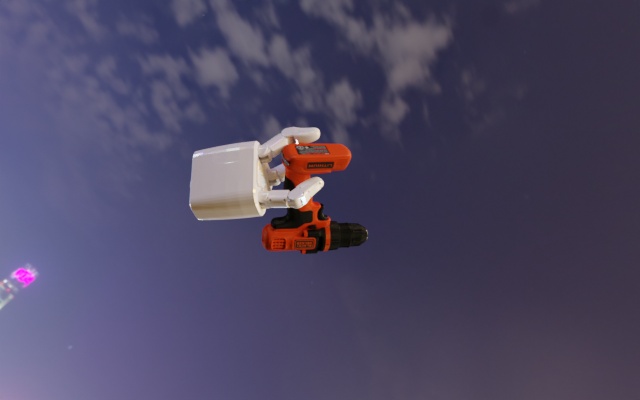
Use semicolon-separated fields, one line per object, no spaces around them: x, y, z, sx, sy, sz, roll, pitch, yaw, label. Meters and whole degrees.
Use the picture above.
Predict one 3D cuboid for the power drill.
0.000;0.002;0.781;0.184;0.188;0.057;-2;29;-16;power drill
